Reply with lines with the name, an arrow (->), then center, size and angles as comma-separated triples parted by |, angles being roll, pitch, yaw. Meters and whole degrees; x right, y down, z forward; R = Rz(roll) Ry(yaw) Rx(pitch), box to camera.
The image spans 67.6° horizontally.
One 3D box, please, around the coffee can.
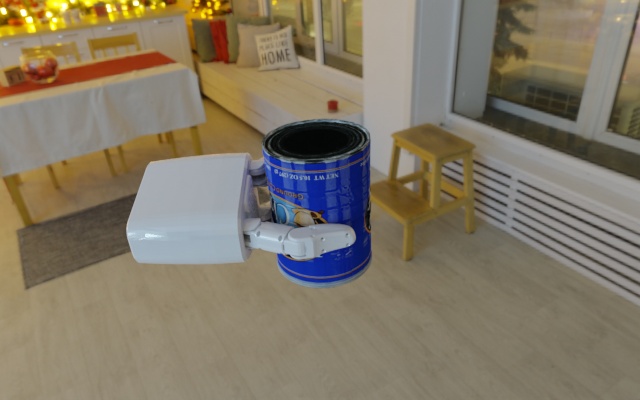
coffee can -> 0.000, 0.002, 0.481 | 0.103, 0.140, 0.102 | -3, 30, 2
